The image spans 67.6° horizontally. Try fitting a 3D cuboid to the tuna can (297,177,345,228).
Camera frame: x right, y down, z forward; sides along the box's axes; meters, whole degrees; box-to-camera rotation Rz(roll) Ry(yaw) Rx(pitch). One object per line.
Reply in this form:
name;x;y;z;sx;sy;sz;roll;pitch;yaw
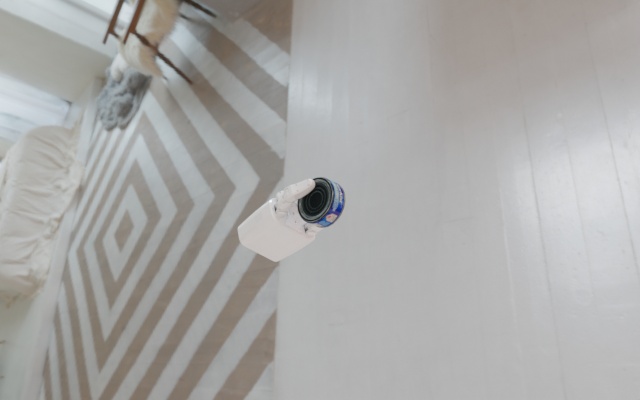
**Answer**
tuna can;0.000;0.003;0.839;0.086;0.086;0.034;0;-17;43
